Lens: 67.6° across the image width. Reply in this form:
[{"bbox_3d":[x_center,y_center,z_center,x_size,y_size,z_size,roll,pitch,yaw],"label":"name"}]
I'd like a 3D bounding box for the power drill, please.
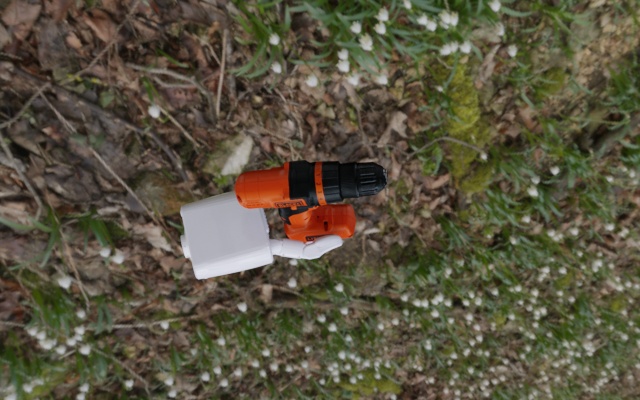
[{"bbox_3d":[0.000,0.002,0.636,0.184,0.057,0.188,-3,-22,10],"label":"power drill"}]
